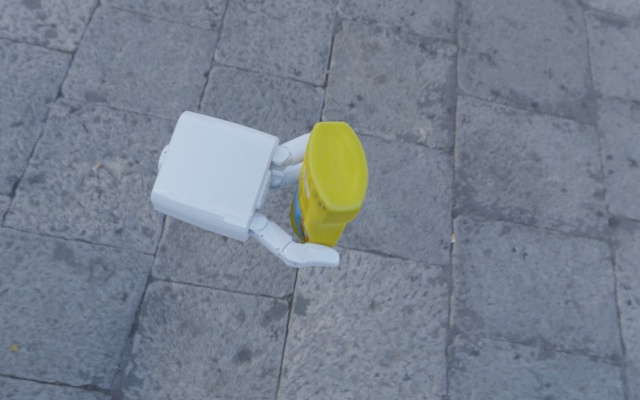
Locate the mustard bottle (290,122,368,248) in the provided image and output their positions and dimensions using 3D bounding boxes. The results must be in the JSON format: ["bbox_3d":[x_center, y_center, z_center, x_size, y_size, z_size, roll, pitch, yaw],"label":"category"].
[{"bbox_3d":[0.000,0.002,0.525,0.058,0.096,0.192,-5,-22,-13],"label":"mustard bottle"}]
